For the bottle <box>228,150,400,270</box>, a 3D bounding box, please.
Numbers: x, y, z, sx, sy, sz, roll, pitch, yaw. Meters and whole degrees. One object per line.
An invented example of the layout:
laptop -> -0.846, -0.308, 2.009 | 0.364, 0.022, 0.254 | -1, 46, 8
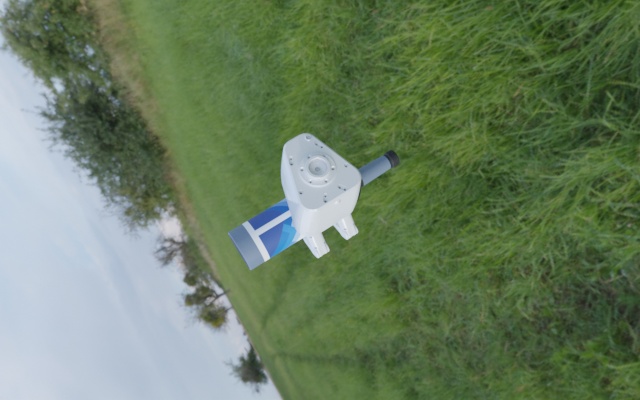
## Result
bottle -> 0.000, 0.003, 0.752 | 0.295, 0.069, 0.069 | -31, 8, -14
